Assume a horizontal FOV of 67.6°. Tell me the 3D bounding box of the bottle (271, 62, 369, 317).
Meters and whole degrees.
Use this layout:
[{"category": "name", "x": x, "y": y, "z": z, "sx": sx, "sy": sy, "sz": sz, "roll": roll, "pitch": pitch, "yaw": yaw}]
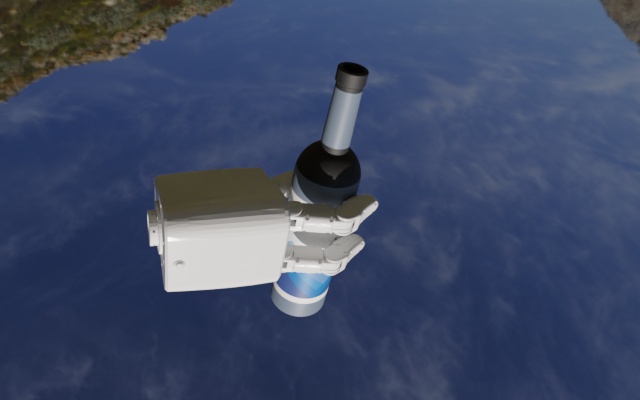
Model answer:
[{"category": "bottle", "x": 0.000, "y": 0.002, "z": 0.494, "sx": 0.069, "sy": 0.296, "sz": 0.069, "roll": 9, "pitch": 38, "yaw": -7}]
